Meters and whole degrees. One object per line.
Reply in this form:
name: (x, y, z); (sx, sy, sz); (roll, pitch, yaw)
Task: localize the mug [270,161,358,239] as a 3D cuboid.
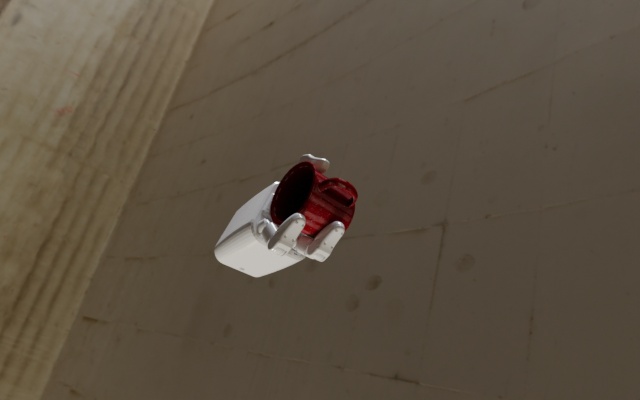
mug: (0.001, 0.002, 0.637); (0.081, 0.093, 0.117); (30, -41, -31)
